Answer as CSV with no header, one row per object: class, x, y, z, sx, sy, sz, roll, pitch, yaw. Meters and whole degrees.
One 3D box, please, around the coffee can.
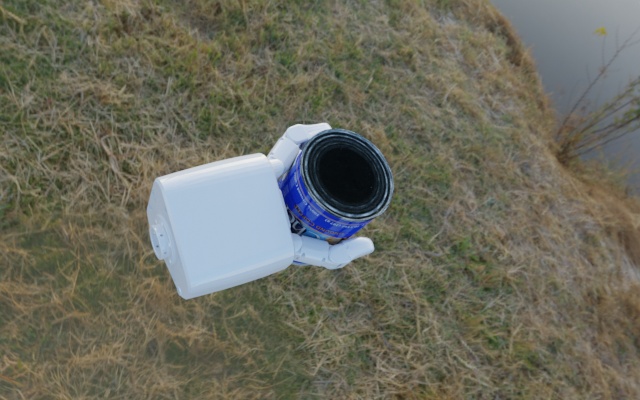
coffee can,0.000,0.002,0.524,0.103,0.102,0.140,0,-24,-26
